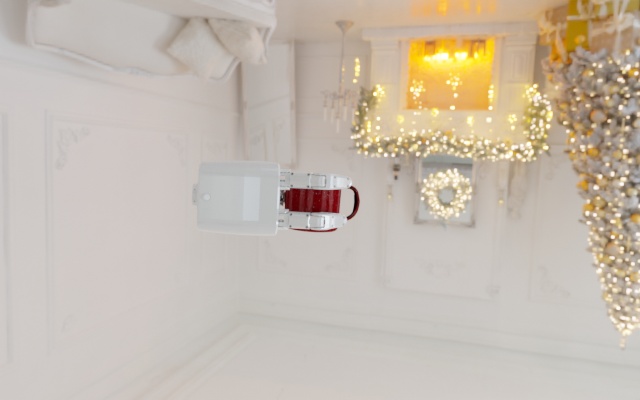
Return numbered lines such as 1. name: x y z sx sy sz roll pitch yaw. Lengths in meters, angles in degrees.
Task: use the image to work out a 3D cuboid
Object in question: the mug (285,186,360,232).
1. mug: 0.002 0.003 0.708 0.117 0.081 0.093 3 4 -9
